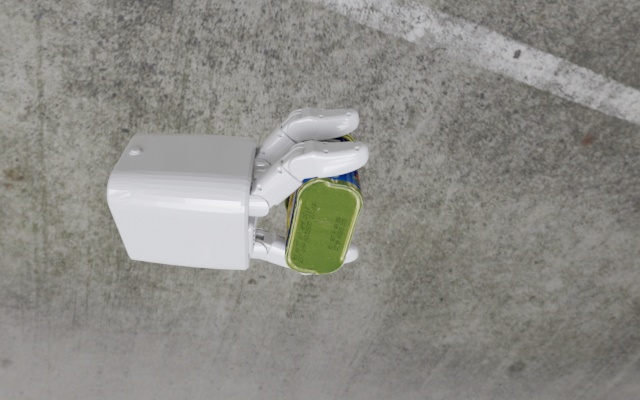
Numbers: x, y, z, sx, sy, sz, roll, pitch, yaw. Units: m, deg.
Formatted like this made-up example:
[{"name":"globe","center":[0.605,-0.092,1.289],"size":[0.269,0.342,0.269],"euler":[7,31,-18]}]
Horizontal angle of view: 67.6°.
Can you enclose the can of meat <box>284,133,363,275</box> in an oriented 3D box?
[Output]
[{"name":"can of meat","center":[0.000,0.002,0.415],"size":[0.057,0.102,0.084],"euler":[8,35,-7]}]
